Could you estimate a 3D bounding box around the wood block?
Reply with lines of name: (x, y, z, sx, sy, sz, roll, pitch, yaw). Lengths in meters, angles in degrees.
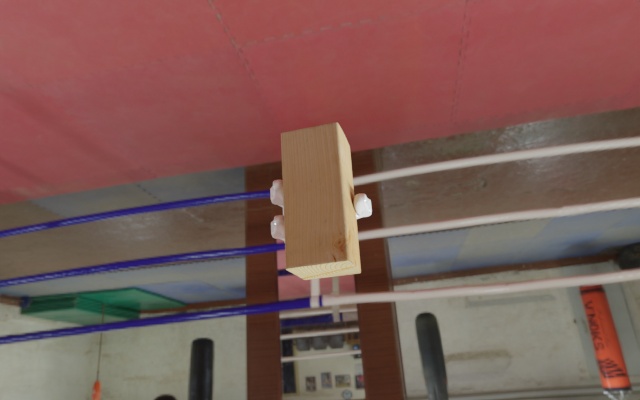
wood block: (0.001, 0.003, 0.702, 0.091, 0.206, 0.090, -9, -21, 13)
